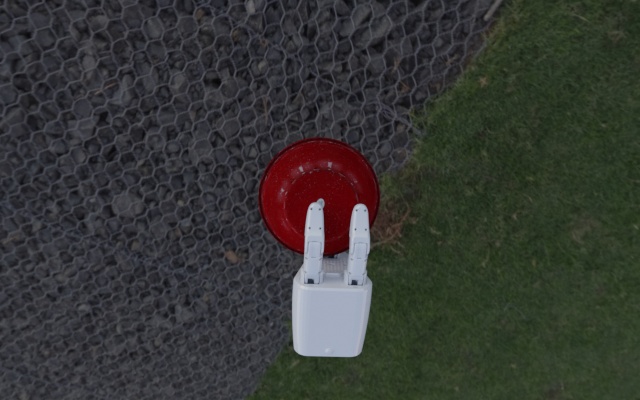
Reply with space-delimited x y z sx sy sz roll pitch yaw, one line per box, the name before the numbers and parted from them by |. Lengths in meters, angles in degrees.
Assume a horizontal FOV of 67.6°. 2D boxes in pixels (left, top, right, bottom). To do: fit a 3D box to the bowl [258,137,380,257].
bowl | 0.000 0.001 0.606 0.162 0.162 0.055 0 11 -3
